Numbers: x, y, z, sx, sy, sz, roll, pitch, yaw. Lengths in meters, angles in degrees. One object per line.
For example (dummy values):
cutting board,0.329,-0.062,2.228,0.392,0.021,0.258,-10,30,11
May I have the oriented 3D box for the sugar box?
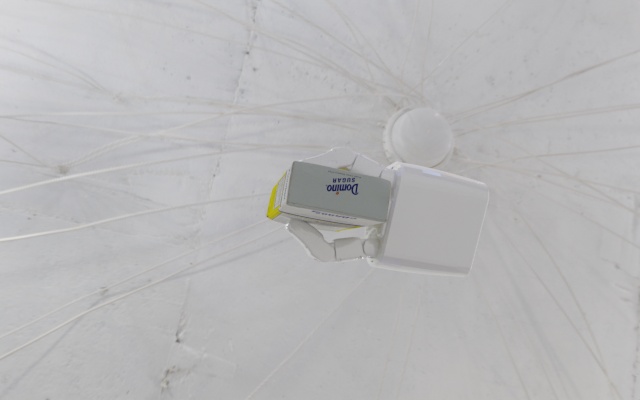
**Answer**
sugar box,0.000,0.001,0.494,0.093,0.048,0.176,11,-11,-11
